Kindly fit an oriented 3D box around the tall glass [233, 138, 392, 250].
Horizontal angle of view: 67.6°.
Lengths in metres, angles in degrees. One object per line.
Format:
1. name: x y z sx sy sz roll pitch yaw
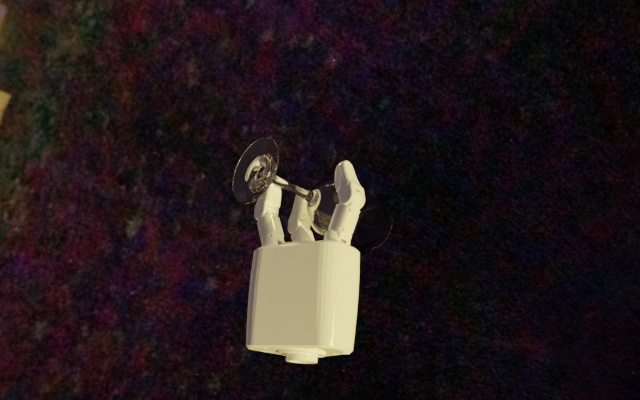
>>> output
1. tall glass: 0.000 0.001 0.559 0.201 0.079 0.079 25 -17 -40
